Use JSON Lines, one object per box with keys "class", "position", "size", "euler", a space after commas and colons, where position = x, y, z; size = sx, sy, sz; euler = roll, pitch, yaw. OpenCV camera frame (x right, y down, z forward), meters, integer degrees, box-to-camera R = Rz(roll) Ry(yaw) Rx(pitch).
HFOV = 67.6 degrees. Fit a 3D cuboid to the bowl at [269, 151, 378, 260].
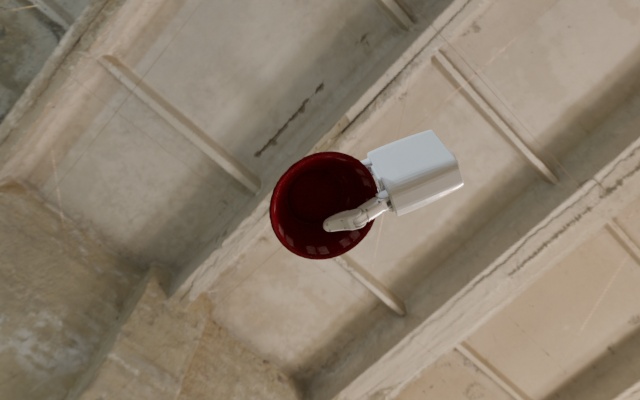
{"class": "bowl", "position": [-0.001, 0.002, 0.694], "size": [0.162, 0.162, 0.055], "euler": [0, 18, -18]}
